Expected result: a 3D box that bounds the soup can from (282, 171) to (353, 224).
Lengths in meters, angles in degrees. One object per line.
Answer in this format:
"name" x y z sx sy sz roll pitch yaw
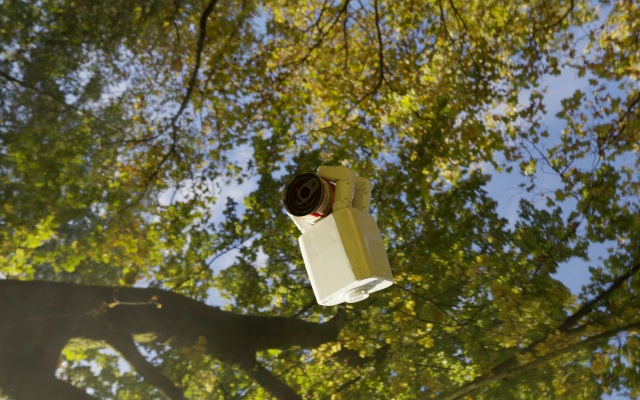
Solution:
"soup can" 0.000 0.002 0.713 0.068 0.068 0.102 0 -14 32
